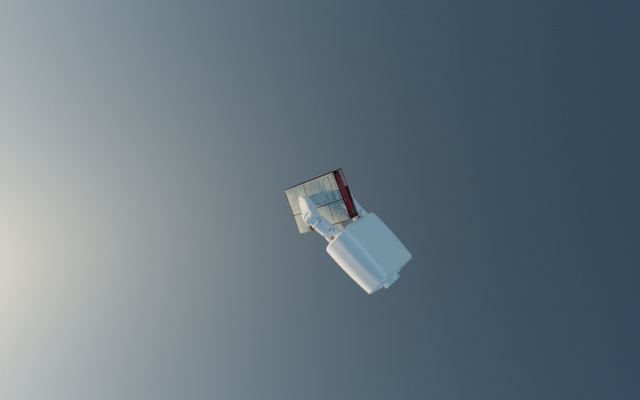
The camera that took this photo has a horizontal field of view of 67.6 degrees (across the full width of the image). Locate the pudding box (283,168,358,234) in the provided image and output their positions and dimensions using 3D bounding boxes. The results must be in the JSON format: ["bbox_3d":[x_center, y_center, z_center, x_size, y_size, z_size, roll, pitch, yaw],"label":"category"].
[{"bbox_3d":[0.000,0.003,0.844,0.113,0.090,0.039,-19,1,29],"label":"pudding box"}]
